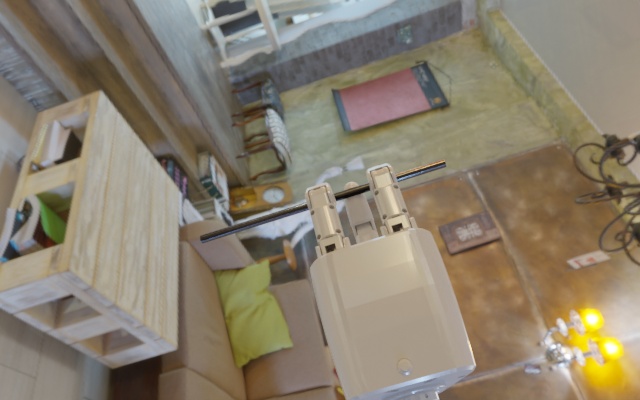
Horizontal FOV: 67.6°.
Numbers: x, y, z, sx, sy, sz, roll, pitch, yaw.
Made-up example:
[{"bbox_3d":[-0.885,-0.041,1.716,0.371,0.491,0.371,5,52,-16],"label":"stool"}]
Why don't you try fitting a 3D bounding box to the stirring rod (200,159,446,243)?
[{"bbox_3d":[0.000,0.002,0.449,0.239,0.011,0.011,-17,-2,5],"label":"stirring rod"}]
